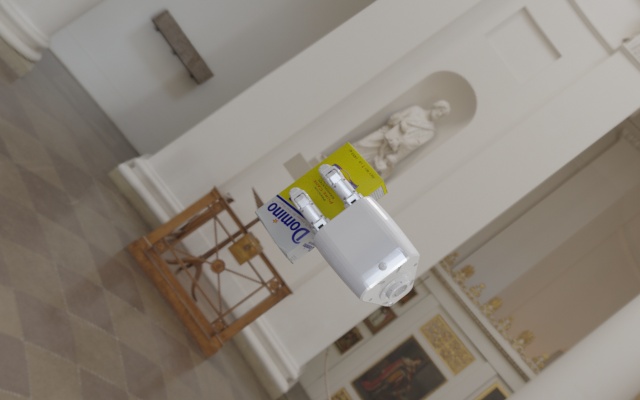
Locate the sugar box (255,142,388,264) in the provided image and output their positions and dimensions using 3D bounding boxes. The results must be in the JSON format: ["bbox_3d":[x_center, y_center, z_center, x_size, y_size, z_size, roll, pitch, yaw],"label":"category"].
[{"bbox_3d":[0.000,0.002,0.704,0.176,0.093,0.048,-36,-29,-5],"label":"sugar box"}]
